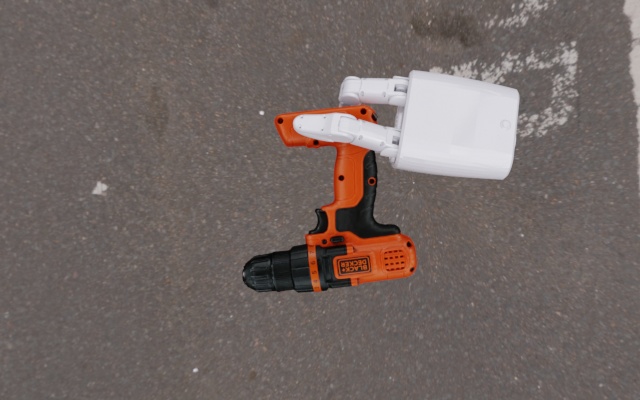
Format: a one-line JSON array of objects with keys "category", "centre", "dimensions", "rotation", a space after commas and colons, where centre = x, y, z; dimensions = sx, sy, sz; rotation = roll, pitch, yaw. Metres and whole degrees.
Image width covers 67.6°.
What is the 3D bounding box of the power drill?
[{"category": "power drill", "centre": [0.000, 0.001, 0.501], "dimensions": [0.184, 0.187, 0.057], "rotation": [-7, 4, 1]}]
